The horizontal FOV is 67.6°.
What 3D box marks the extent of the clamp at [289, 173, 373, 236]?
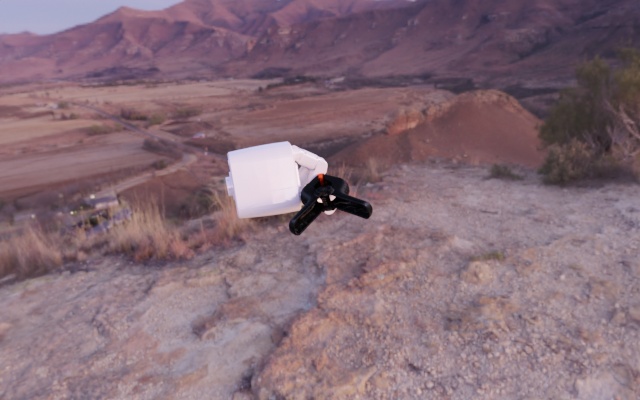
[{"bbox_3d":[0.000,0.002,0.736,0.120,0.039,0.171,-12,21,-9],"label":"clamp"}]
